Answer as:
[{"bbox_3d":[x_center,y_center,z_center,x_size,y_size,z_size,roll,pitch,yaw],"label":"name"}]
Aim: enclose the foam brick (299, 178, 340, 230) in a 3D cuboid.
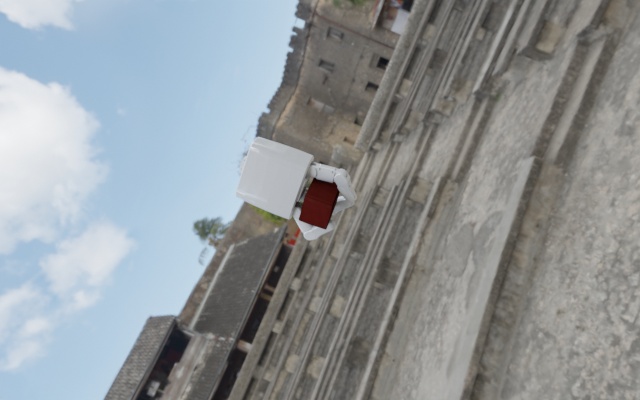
[{"bbox_3d":[0.000,0.003,0.817,0.051,0.053,0.078,19,32,3],"label":"foam brick"}]
